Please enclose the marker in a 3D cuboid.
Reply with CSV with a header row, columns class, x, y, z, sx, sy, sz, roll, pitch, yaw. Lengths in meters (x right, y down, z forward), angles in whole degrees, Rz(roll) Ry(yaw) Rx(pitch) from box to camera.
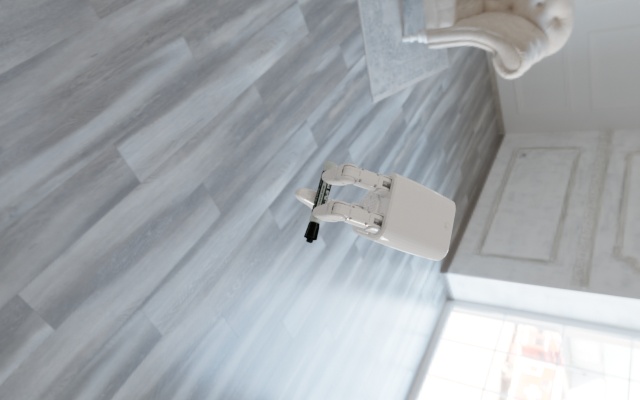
class,x,y,z,sx,sy,sz,roll,pitch,yaw
marker,0.000,0.002,0.677,0.020,0.121,0.020,14,-17,5
